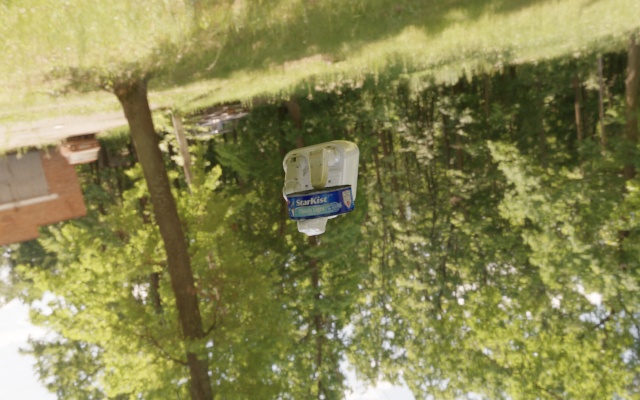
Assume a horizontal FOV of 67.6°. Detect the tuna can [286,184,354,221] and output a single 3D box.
[{"bbox_3d":[0.000,0.003,0.614,0.086,0.034,0.086,-9,4,1],"label":"tuna can"}]
